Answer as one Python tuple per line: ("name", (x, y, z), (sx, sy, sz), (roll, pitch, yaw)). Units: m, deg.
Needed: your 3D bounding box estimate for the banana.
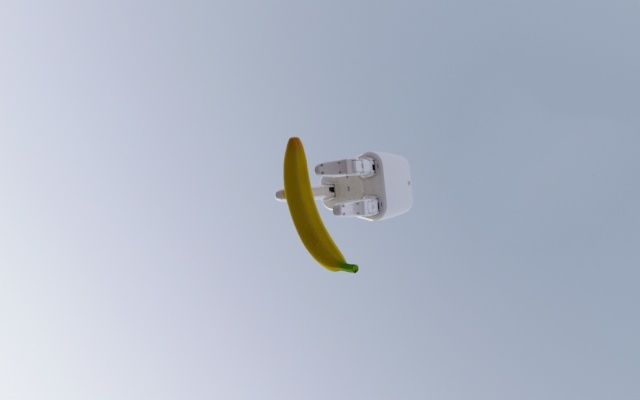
("banana", (-0.011, 0.014, 0.625), (0.070, 0.197, 0.037), (-37, -18, 35))
